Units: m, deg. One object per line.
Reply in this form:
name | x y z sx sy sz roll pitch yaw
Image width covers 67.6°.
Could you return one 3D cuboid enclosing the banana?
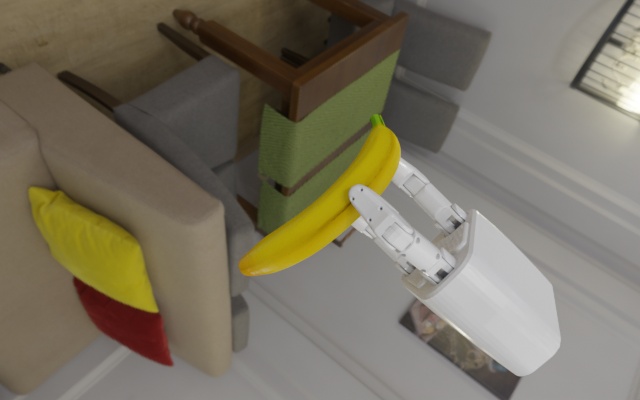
banana | 0.010 0.002 0.422 0.037 0.198 0.069 48 -11 -24
